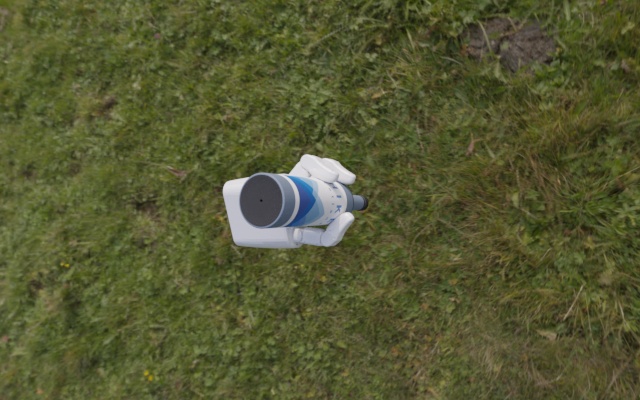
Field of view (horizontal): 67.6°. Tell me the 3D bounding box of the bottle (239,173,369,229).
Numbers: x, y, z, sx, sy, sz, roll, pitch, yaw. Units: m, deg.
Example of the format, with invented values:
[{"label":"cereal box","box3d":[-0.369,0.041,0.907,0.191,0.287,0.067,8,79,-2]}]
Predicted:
[{"label":"bottle","box3d":[0.000,0.002,0.691,0.069,0.069,0.296,0,-1,29]}]
